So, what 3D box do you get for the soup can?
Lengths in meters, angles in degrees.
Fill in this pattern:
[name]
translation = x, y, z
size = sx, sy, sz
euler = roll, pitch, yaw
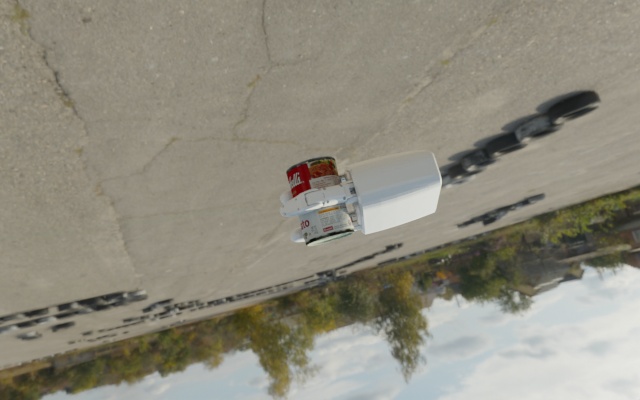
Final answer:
[soup can]
translation = 0.000, 0.002, 0.625
size = 0.068, 0.102, 0.068
euler = -15, -11, -3
